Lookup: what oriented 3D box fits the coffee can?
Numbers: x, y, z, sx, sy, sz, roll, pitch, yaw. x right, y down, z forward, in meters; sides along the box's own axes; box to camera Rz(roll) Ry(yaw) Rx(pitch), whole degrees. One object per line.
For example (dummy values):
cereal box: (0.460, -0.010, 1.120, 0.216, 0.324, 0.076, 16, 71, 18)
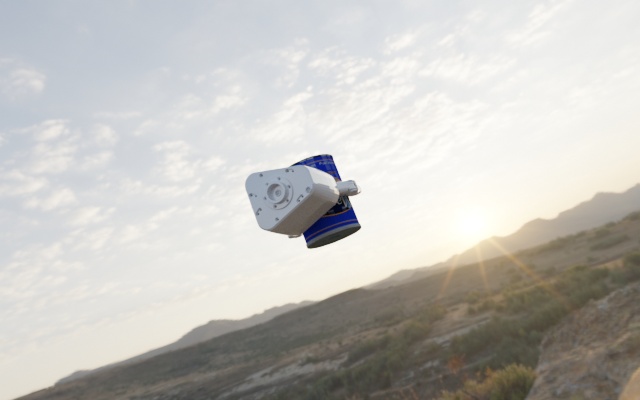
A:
coffee can: (0.000, 0.003, 0.849, 0.103, 0.140, 0.103, -20, -13, -5)
